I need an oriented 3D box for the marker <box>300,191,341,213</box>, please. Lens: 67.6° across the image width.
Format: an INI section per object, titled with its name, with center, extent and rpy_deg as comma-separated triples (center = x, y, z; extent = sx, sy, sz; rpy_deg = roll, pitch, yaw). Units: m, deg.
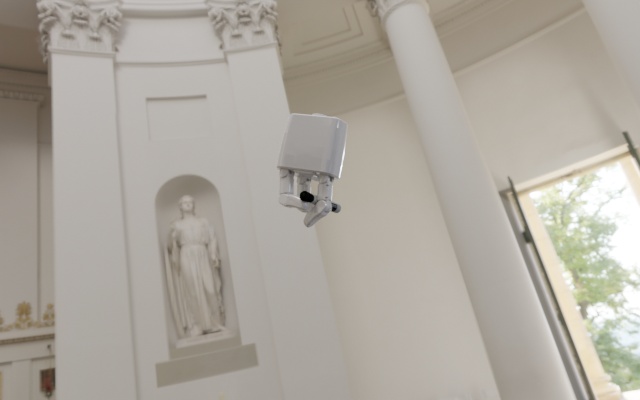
[marker]
center = 0.000, 0.003, 0.873
extent = 0.020, 0.020, 0.121
rpy_deg = 0, -12, 33
